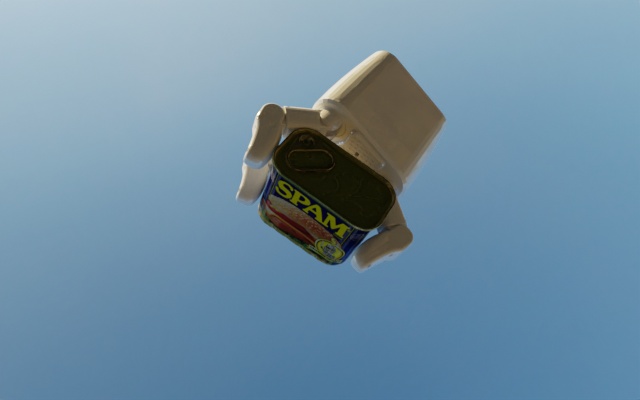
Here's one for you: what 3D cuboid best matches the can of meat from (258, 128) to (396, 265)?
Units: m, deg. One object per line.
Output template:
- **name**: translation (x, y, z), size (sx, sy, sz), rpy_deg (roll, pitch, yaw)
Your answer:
- **can of meat**: translation (0.000, 0.002, 0.410), size (0.102, 0.057, 0.084), rpy_deg (35, -35, 3)
